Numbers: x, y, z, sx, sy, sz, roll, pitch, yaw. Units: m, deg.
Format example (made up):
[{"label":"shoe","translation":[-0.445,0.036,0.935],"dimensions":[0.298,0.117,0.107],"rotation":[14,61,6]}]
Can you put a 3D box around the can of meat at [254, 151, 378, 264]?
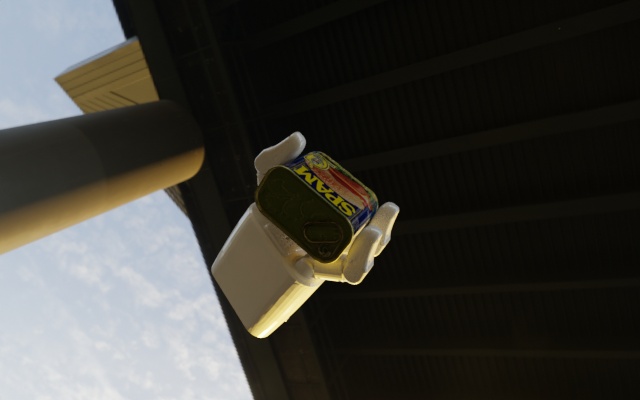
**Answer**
[{"label":"can of meat","translation":[0.000,0.001,0.475],"dimensions":[0.102,0.057,0.084],"rotation":[40,30,8]}]
